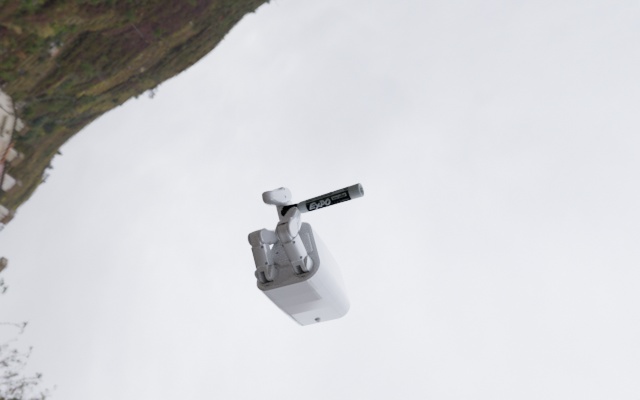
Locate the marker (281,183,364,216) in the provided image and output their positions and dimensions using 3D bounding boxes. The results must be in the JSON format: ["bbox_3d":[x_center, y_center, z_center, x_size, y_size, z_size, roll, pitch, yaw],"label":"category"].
[{"bbox_3d":[0.000,0.002,0.640,0.121,0.020,0.020,-17,-7,23],"label":"marker"}]
